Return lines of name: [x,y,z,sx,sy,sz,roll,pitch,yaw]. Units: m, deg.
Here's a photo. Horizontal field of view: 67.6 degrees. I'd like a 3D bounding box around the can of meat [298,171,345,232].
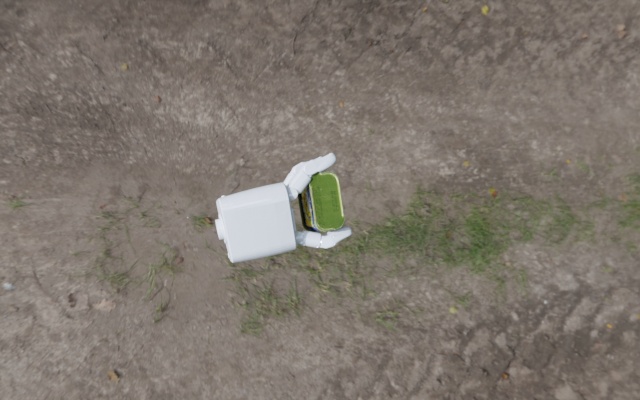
can of meat: [0.000,0.003,0.801,0.057,0.102,0.084,-9,1,-15]
